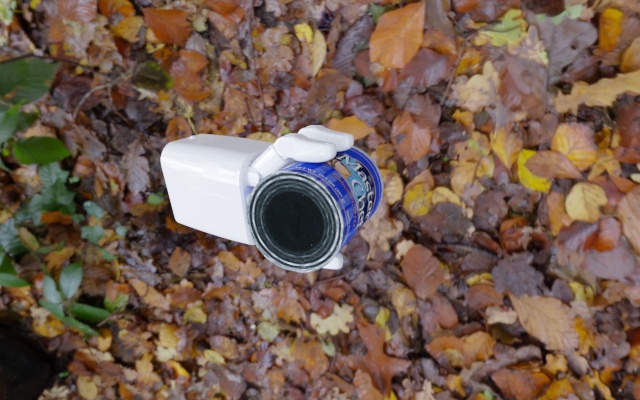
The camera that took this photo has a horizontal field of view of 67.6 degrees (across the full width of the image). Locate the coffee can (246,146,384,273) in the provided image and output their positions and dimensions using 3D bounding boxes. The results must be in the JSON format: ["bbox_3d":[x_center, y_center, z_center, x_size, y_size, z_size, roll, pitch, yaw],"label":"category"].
[{"bbox_3d":[0.000,0.002,0.513,0.103,0.103,0.140,0,16,23],"label":"coffee can"}]
